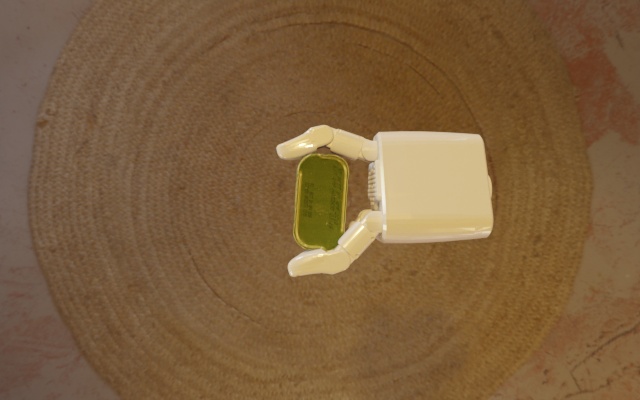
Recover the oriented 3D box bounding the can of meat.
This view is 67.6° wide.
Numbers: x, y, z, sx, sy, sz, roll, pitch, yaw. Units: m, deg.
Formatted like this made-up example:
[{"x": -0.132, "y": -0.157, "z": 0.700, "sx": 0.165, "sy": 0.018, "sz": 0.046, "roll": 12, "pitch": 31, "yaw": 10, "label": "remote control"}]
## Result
[{"x": 0.000, "y": 0.002, "z": 0.507, "sx": 0.057, "sy": 0.102, "sz": 0.084, "roll": 3, "pitch": 1, "yaw": -1, "label": "can of meat"}]
